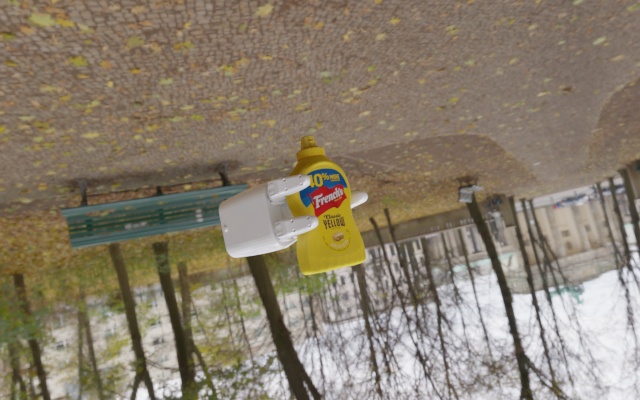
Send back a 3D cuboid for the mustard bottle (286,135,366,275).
[{"bbox_3d":[0.000,0.002,0.672,0.096,0.191,0.058,-8,-8,-30],"label":"mustard bottle"}]
